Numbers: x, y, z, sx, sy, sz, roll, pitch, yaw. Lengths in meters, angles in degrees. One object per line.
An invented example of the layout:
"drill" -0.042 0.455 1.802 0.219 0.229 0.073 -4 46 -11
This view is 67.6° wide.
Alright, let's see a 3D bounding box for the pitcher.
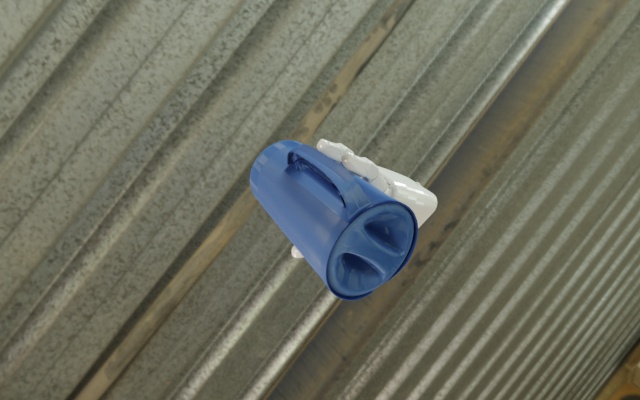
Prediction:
"pitcher" 0.000 0.002 0.627 0.145 0.149 0.242 9 21 -40
